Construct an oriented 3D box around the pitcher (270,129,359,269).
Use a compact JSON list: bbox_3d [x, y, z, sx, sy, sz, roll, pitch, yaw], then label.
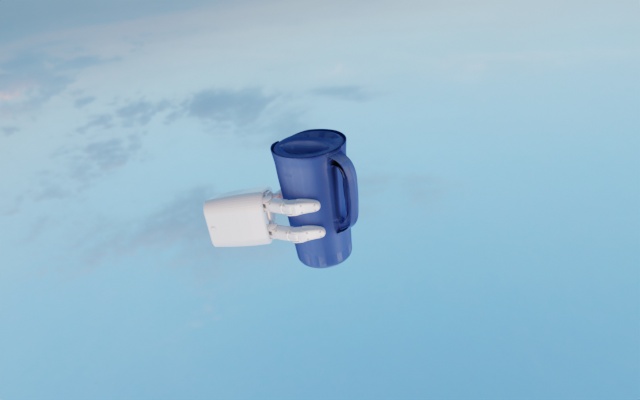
[{"bbox_3d":[0.000,0.003,0.868,0.145,0.243,0.149,-6,28,6],"label":"pitcher"}]
